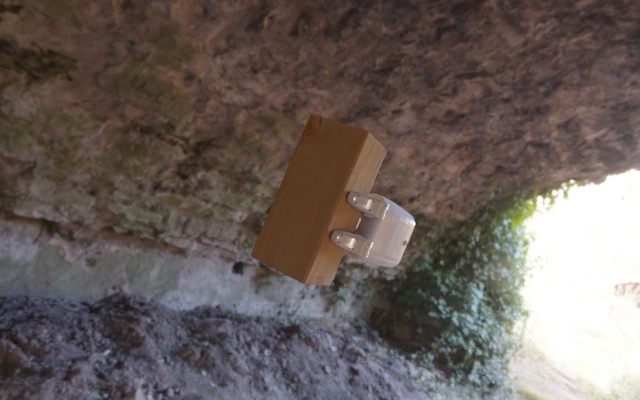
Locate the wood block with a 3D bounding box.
[{"bbox_3d":[0.000,0.002,0.649,0.091,0.206,0.090,22,-1,27],"label":"wood block"}]
